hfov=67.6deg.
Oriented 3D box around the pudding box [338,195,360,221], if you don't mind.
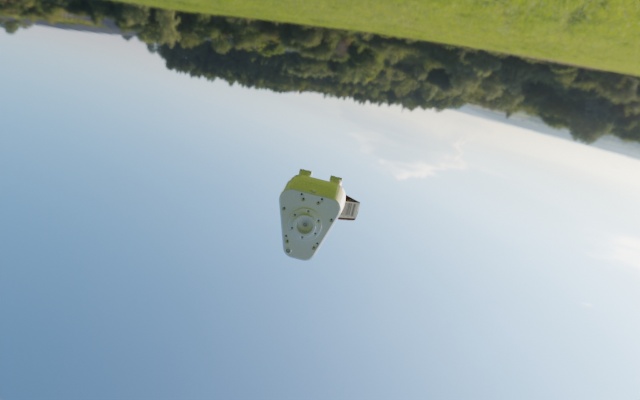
[{"bbox_3d":[0.000,0.003,0.856,0.113,0.039,0.090,8,12,-26],"label":"pudding box"}]
